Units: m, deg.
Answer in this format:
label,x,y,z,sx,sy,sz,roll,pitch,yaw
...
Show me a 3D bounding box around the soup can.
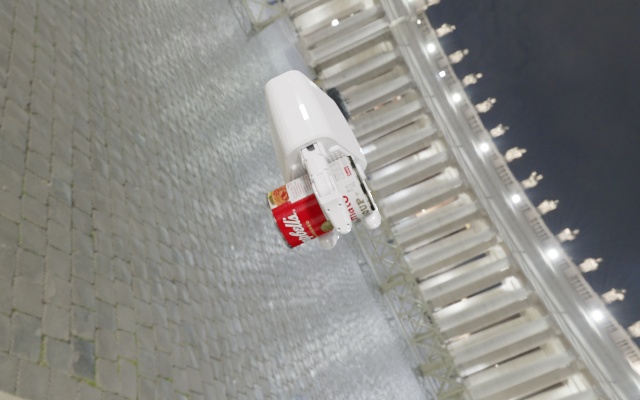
label,x,y,z,sx,sy,sz,roll,pitch,yaw
soup can,0.000,0.002,0.517,0.102,0.068,0.068,-25,-3,5
